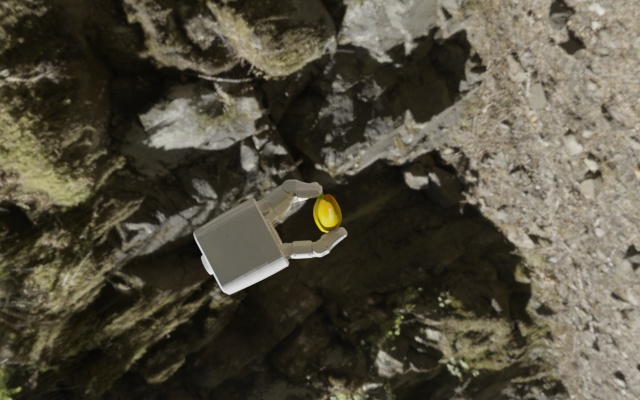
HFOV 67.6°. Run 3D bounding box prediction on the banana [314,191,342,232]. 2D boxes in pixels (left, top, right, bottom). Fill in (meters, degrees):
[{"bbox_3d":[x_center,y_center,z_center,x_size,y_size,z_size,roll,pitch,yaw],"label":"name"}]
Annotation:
[{"bbox_3d":[0.007,0.019,0.766,0.037,0.069,0.198,-24,6,-4],"label":"banana"}]
